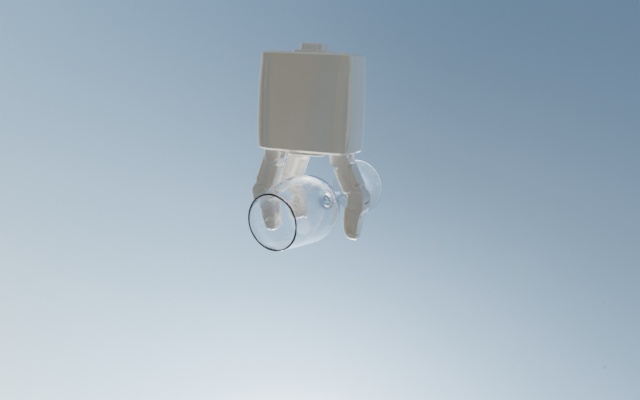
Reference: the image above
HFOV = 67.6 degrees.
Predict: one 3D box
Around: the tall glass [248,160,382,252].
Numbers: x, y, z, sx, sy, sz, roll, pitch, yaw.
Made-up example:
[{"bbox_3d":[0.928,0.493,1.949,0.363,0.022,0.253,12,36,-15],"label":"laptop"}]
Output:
[{"bbox_3d":[0.000,0.002,0.570,0.079,0.079,0.201,0,13,31],"label":"tall glass"}]
